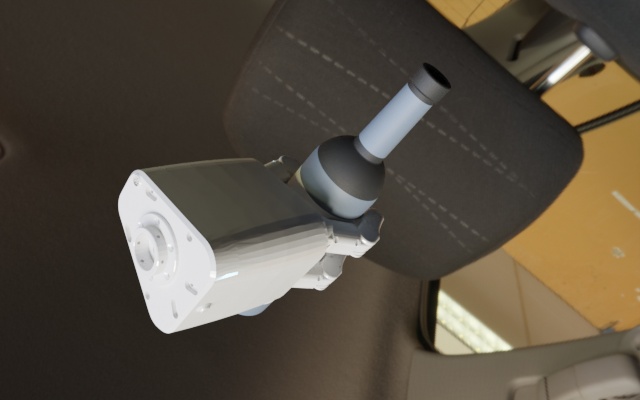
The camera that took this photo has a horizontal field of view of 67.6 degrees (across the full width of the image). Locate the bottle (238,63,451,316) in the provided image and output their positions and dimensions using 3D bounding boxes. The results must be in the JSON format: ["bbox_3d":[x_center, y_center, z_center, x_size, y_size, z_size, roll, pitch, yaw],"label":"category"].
[{"bbox_3d":[0.000,0.002,0.420,0.069,0.069,0.296,0,-38,-45],"label":"bottle"}]
